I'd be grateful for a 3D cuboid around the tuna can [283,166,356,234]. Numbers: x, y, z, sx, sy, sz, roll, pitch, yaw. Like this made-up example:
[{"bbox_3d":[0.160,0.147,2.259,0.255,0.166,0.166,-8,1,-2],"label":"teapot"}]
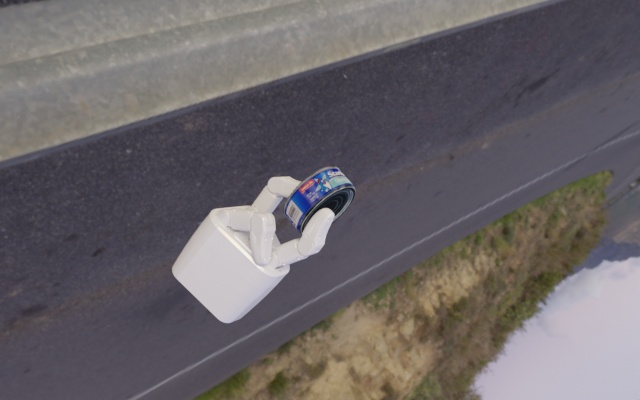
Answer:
[{"bbox_3d":[0.000,0.002,0.566,0.086,0.033,0.086,-34,-23,-17],"label":"tuna can"}]
